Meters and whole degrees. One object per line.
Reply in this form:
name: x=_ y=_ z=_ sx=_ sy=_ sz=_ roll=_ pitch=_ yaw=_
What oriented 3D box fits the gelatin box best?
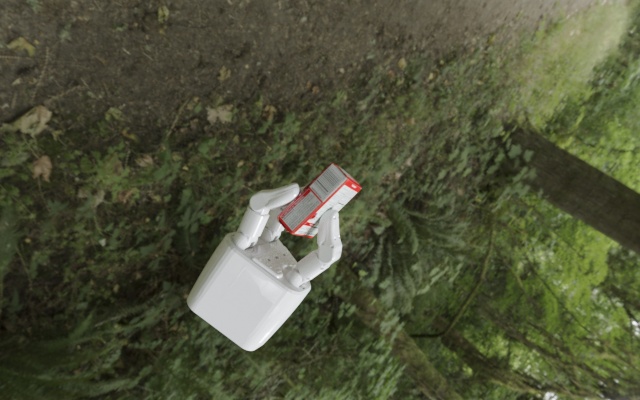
gelatin box: x=0.001 y=0.002 z=0.544 sx=0.089 sy=0.030 sz=0.073 roll=-44 pitch=-16 yaw=8
